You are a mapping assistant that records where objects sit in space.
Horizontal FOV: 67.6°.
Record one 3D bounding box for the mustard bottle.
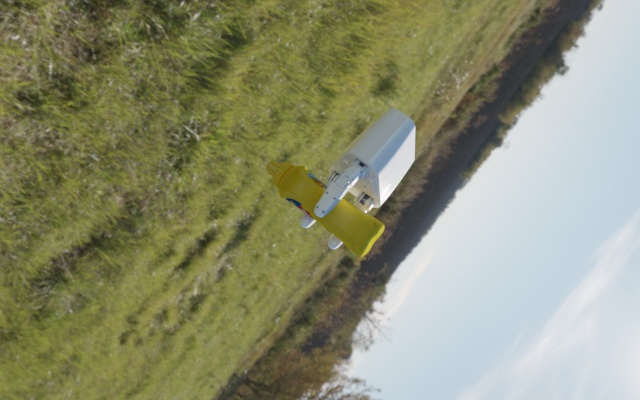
[{"bbox_3d":[0.000,0.003,0.687,0.191,0.058,0.096,37,2,11],"label":"mustard bottle"}]
